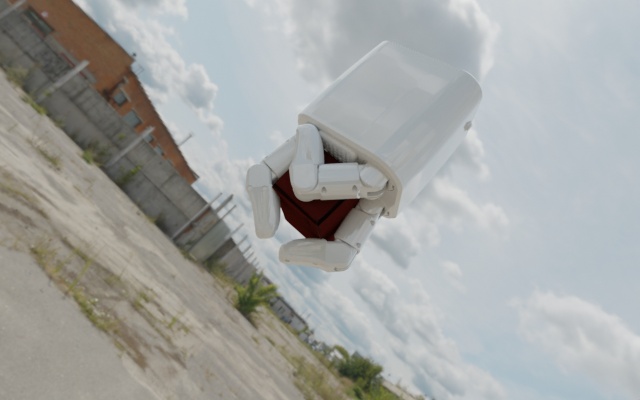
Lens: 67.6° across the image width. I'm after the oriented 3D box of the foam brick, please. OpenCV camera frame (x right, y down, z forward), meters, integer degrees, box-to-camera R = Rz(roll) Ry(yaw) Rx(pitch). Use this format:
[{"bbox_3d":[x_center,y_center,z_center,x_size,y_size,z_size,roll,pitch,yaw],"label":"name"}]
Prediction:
[{"bbox_3d":[0.000,0.001,0.404,0.053,0.051,0.078,41,-14,17],"label":"foam brick"}]
